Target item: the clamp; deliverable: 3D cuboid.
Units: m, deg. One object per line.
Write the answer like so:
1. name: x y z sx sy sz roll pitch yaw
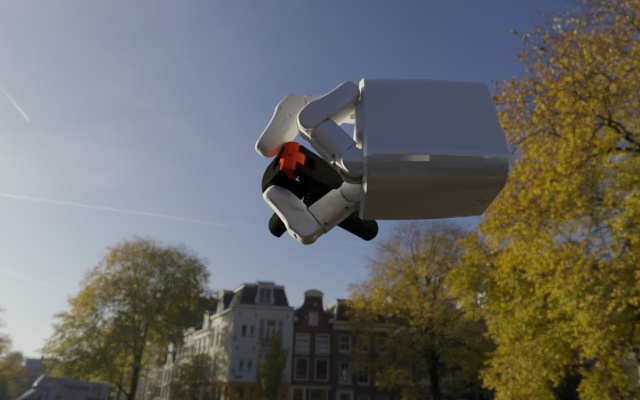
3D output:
1. clamp: 0.000 0.001 0.462 0.120 0.039 0.171 0 -23 2
